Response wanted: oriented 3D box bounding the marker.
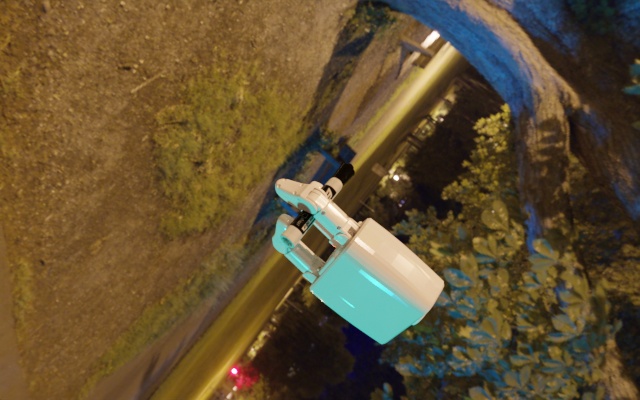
[{"bbox_3d":[0.000,0.002,0.516,0.020,0.020,0.121,0,42,51],"label":"marker"}]
